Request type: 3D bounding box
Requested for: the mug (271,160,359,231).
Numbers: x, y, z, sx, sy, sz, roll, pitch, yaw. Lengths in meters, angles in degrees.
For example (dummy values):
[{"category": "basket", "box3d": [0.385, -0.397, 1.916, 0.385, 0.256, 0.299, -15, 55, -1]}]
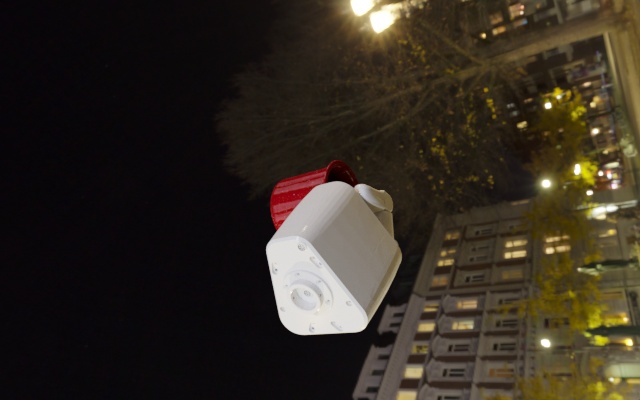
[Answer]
[{"category": "mug", "box3d": [0.000, 0.001, 0.575, 0.081, 0.093, 0.117, -13, 19, 30]}]
